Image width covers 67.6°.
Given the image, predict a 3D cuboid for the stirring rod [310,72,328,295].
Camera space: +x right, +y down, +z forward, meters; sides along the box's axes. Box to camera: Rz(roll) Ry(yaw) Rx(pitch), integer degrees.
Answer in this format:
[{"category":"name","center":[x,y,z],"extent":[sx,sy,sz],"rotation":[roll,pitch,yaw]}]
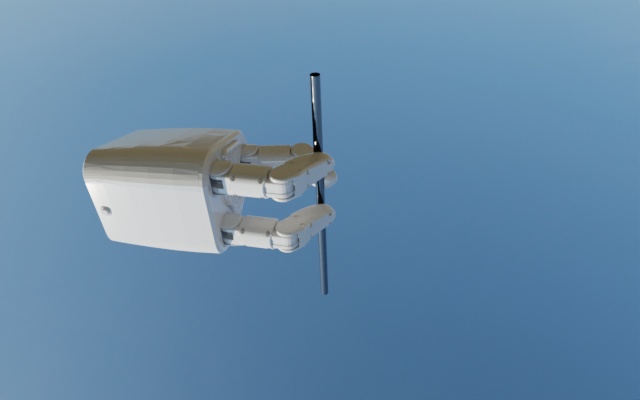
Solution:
[{"category":"stirring rod","center":[0.000,0.001,0.429],"extent":[0.011,0.240,0.011],"rotation":[-2,38,1]}]
